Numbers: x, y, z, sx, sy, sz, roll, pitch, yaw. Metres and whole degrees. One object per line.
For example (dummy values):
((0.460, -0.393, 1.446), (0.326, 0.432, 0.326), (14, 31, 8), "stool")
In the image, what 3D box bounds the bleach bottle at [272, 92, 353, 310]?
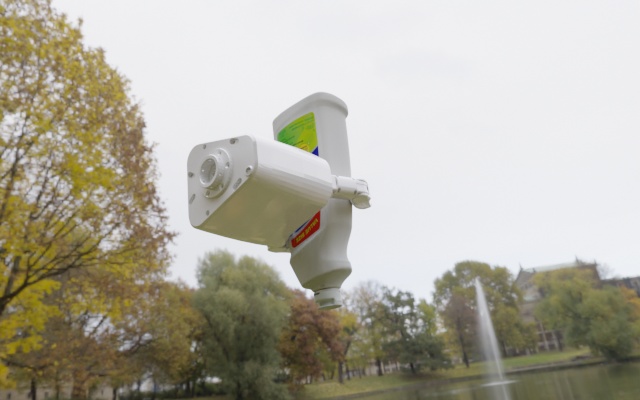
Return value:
((0.000, 0.002, 0.575), (0.102, 0.250, 0.068), (-24, -26, 35), "bleach bottle")
